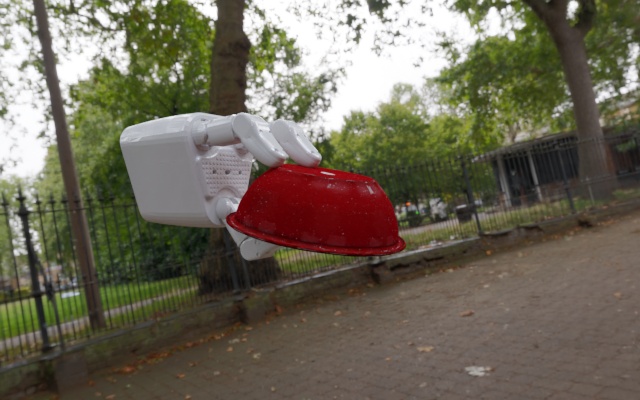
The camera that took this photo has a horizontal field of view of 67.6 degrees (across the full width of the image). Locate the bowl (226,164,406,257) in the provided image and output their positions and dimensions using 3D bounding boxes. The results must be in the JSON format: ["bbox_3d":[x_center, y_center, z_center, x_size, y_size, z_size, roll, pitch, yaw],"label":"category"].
[{"bbox_3d":[0.001,0.001,0.425,0.162,0.055,0.162,9,8,-1],"label":"bowl"}]
